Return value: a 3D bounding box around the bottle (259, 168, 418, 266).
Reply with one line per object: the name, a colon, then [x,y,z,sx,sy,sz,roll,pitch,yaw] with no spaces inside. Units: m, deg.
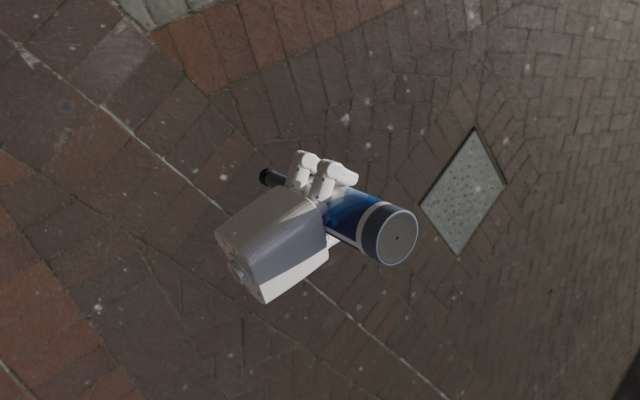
bottle: [0.000,0.002,0.646,0.069,0.069,0.295,0,16,-38]
